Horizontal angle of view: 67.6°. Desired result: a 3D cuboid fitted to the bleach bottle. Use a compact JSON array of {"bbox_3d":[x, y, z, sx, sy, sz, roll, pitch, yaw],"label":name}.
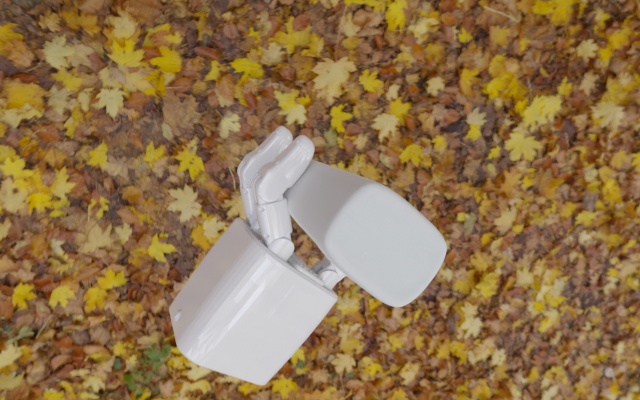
[{"bbox_3d":[0.000,0.001,0.439,0.102,0.068,0.250,40,-3,-27],"label":"bleach bottle"}]
